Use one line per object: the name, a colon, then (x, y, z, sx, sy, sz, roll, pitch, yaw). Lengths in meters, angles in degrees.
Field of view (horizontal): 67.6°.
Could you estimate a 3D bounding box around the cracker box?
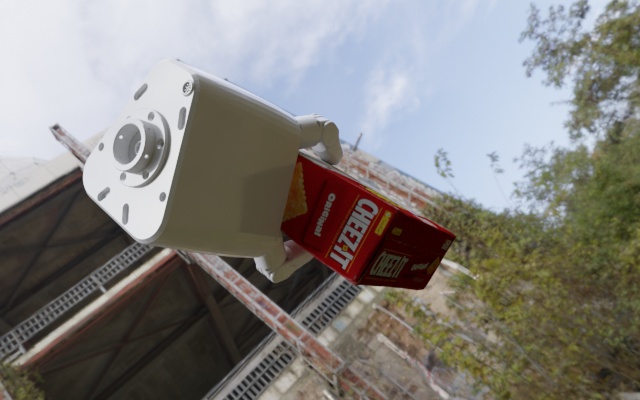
cracker box: (0.000, 0.001, 0.450, 0.213, 0.072, 0.164, 32, 7, 31)
